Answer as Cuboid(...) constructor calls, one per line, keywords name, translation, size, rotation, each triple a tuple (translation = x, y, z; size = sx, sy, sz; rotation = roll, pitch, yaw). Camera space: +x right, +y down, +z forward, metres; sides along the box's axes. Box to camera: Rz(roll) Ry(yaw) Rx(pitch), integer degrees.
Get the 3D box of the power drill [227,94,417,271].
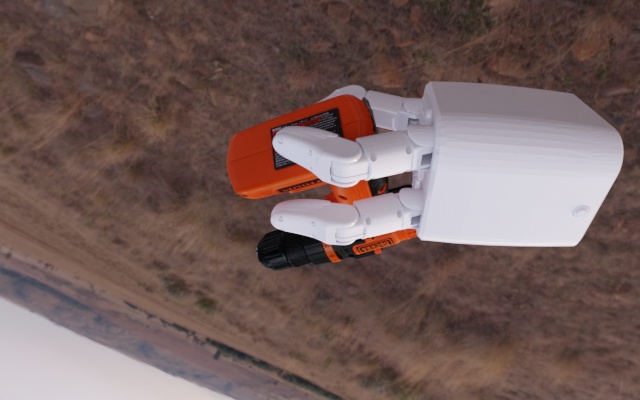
Cuboid(name="power drill", translation=(0.000, 0.001, 0.401), size=(0.184, 0.057, 0.188), rotation=(-19, -28, 13))
